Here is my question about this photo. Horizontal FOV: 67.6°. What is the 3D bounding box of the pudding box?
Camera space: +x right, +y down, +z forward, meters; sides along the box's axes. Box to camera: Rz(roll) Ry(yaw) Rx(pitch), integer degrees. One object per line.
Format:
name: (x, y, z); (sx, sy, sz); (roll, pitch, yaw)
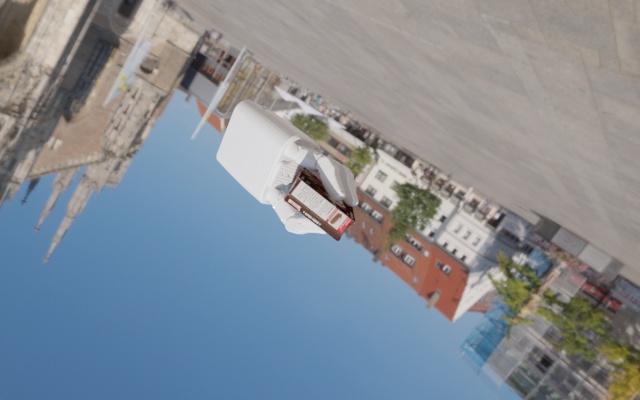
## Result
pudding box: (0.000, 0.002, 0.633); (0.090, 0.039, 0.113); (37, 11, -5)
